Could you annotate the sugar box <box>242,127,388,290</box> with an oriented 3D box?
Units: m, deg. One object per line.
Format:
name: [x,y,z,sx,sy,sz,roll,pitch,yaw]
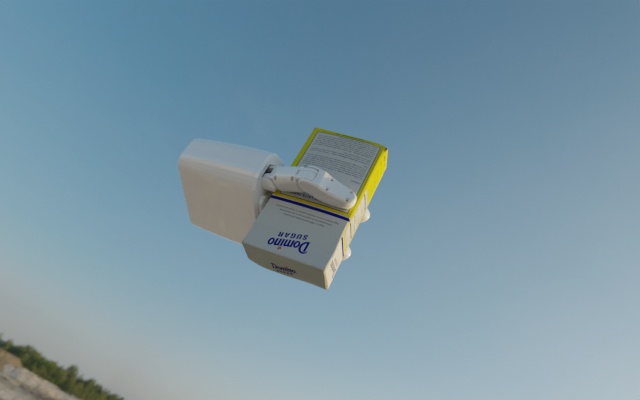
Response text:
sugar box: [0.000,0.002,0.517,0.093,0.176,0.048,17,-33,19]
